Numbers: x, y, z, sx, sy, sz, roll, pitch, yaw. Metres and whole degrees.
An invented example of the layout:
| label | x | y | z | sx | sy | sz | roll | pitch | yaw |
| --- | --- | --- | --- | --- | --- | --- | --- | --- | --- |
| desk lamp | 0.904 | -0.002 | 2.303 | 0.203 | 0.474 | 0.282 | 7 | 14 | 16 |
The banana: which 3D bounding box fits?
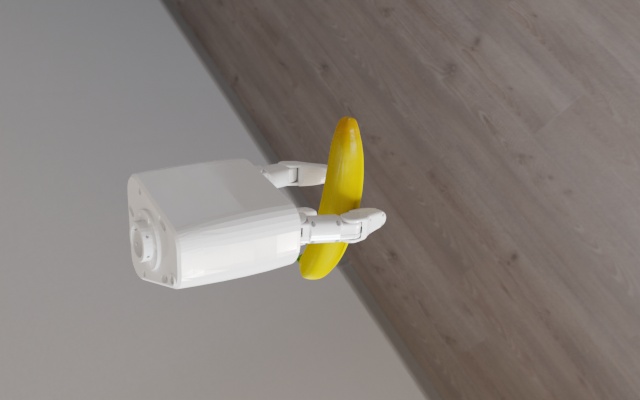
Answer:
| label | x | y | z | sx | sy | sz | roll | pitch | yaw |
| --- | --- | --- | --- | --- | --- | --- | --- | --- | --- |
| banana | 0.007 | 0.016 | 0.474 | 0.037 | 0.198 | 0.069 | -6 | 43 | -31 |
